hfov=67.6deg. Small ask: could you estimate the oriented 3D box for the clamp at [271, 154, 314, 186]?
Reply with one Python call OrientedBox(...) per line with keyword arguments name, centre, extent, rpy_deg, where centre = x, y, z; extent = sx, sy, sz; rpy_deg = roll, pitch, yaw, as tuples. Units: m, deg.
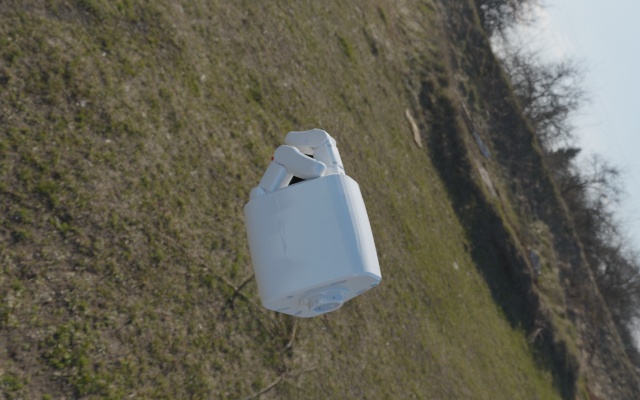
OrientedBox(name="clamp", centre=(0.001, 0.001, 0.576), extent=(0.039, 0.120, 0.171), rpy_deg=(-26, -31, 21))
